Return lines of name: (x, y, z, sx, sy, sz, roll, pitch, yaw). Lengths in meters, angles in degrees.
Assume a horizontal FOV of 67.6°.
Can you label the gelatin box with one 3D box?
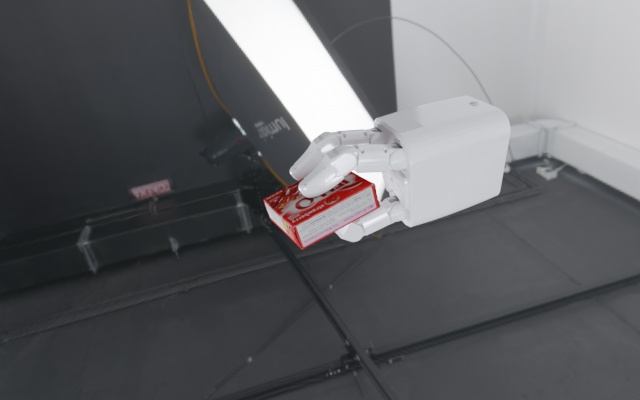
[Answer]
gelatin box: (0.000, 0.002, 0.457, 0.089, 0.030, 0.073, -28, 31, -16)
